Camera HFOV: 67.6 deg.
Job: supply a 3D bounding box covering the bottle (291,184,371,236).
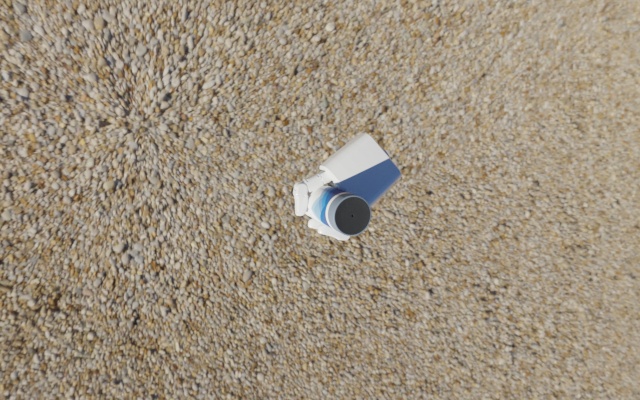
[{"bbox_3d":[0.000,0.003,0.891,0.069,0.069,0.295,0,8,-20],"label":"bottle"}]
